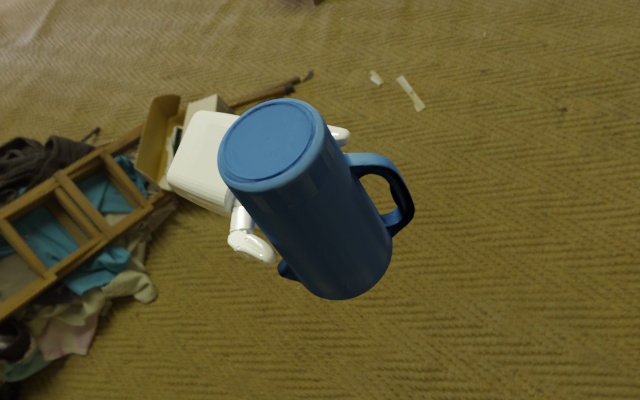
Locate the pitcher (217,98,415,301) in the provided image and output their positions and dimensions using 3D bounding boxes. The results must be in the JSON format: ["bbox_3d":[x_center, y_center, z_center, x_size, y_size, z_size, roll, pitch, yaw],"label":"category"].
[{"bbox_3d":[0.000,0.002,0.522,0.145,0.149,0.243,18,-23,30],"label":"pitcher"}]
